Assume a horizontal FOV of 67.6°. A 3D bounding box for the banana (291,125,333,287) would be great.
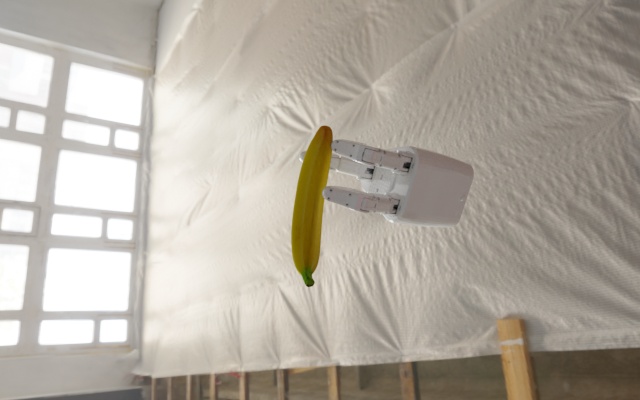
[{"bbox_3d":[-0.009,0.008,0.595,0.037,0.197,0.069,10,-13,-26],"label":"banana"}]
